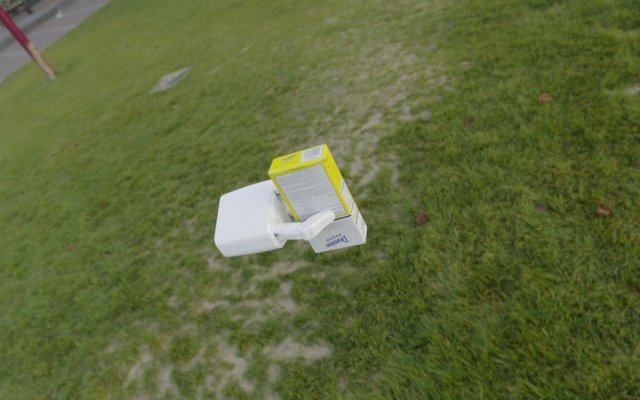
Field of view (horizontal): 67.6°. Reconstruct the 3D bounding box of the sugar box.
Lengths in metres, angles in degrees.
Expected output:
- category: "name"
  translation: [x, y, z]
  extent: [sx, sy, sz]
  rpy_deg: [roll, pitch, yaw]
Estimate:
- category: "sugar box"
  translation: [0.000, 0.002, 0.755]
  extent: [0.093, 0.176, 0.048]
  rpy_deg: [-13, 38, 21]
